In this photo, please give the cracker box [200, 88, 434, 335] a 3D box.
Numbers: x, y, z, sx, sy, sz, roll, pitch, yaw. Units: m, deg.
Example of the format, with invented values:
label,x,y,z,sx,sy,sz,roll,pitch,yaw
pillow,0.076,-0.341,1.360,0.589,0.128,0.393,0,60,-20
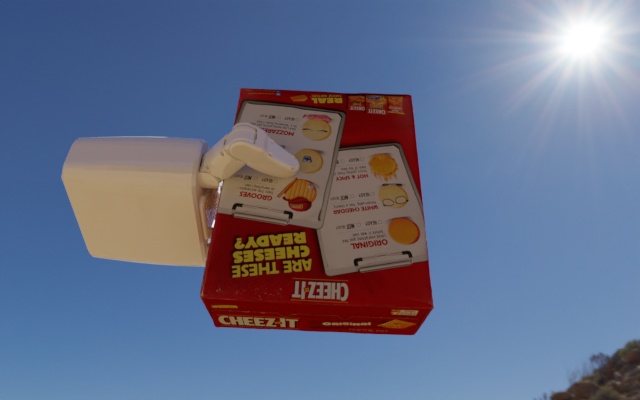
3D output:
label,x,y,z,sx,sy,sz,roll,pitch,yaw
cracker box,0.000,0.001,0.413,0.164,0.213,0.072,2,-34,0
